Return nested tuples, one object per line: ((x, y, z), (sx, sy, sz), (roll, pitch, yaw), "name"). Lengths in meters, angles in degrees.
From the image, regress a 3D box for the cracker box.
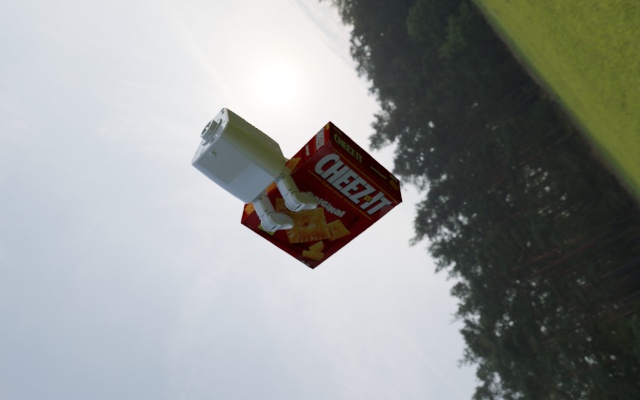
((0.000, 0.003, 0.780), (0.164, 0.072, 0.214), (37, -60, -24), "cracker box")
